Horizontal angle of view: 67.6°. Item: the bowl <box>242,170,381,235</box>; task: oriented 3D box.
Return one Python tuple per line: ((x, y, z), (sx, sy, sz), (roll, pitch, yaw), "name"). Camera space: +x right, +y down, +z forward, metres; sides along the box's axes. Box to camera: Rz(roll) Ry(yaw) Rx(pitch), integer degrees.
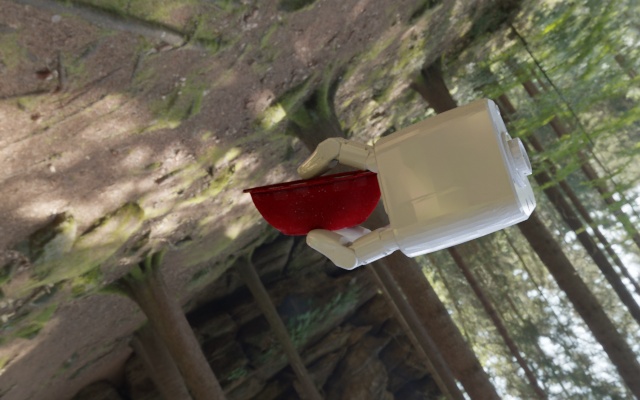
((-0.001, 0.002, 0.518), (0.162, 0.055, 0.162), (-9, 4, 1), "bowl")
